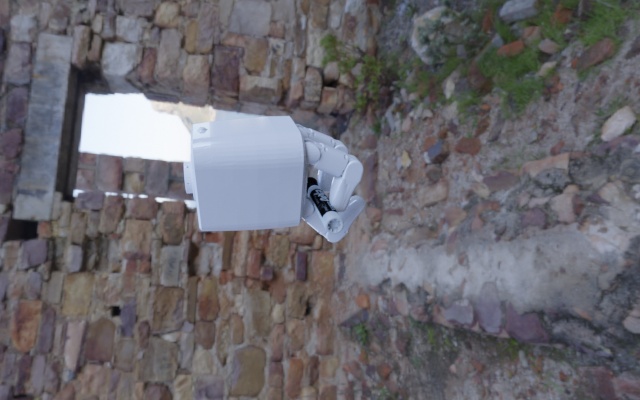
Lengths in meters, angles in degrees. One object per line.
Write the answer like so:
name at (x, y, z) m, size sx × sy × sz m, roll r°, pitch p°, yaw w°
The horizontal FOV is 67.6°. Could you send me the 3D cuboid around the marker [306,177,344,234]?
marker at (0.000, 0.002, 0.517) m, size 0.020 × 0.020 × 0.121 m, roll 0°, pitch 23°, yaw -14°
